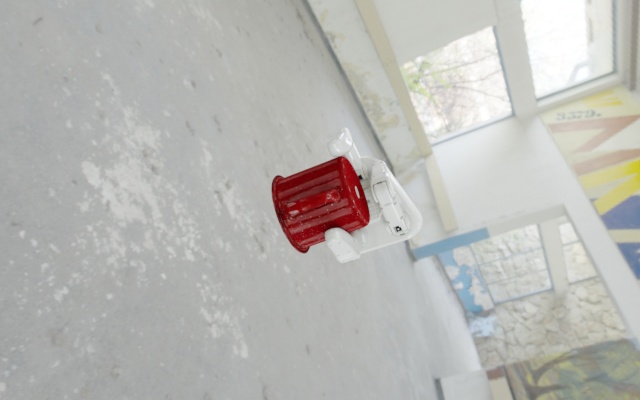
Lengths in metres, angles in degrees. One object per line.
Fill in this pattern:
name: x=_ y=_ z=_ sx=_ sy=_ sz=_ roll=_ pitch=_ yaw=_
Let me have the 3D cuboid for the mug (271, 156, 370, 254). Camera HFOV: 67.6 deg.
mug: x=0.000 y=0.002 z=0.513 sx=0.081 sy=0.093 sz=0.117 roll=-20 pitch=-7 yaw=15
